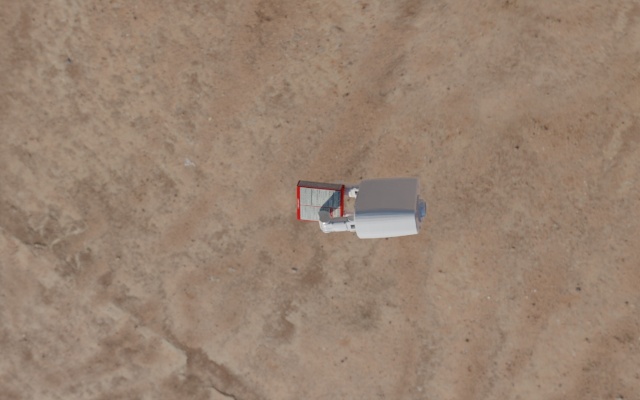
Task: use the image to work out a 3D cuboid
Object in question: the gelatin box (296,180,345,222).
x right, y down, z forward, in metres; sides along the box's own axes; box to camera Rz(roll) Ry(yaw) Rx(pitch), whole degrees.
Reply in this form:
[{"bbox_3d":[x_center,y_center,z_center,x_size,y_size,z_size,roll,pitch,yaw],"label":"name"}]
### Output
[{"bbox_3d":[0.000,0.003,0.899,0.089,0.073,0.030,5,29,9],"label":"gelatin box"}]
